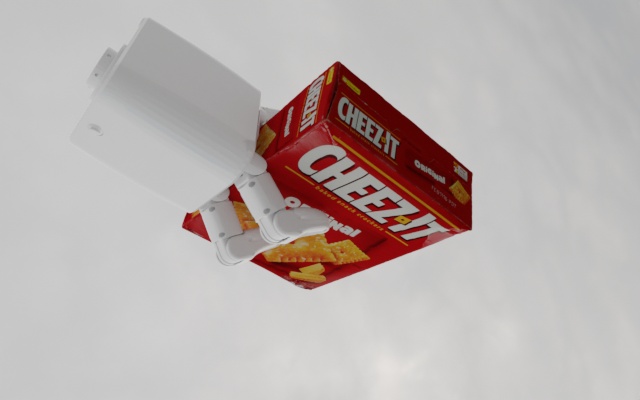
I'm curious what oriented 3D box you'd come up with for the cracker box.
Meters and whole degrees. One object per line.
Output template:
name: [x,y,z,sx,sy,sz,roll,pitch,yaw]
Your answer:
cracker box: [0.000,0.001,0.433,0.164,0.072,0.214,32,-40,-27]
